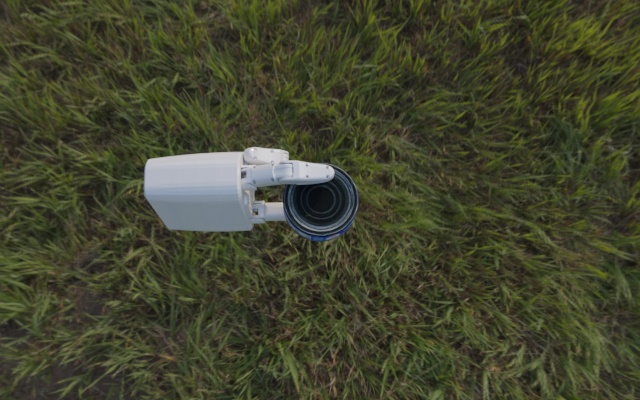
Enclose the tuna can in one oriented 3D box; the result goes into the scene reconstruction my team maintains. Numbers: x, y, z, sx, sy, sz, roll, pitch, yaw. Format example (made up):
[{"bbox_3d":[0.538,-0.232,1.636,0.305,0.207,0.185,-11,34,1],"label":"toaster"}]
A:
[{"bbox_3d":[0.000,0.002,0.538,0.086,0.086,0.034,0,-14,-2],"label":"tuna can"}]
